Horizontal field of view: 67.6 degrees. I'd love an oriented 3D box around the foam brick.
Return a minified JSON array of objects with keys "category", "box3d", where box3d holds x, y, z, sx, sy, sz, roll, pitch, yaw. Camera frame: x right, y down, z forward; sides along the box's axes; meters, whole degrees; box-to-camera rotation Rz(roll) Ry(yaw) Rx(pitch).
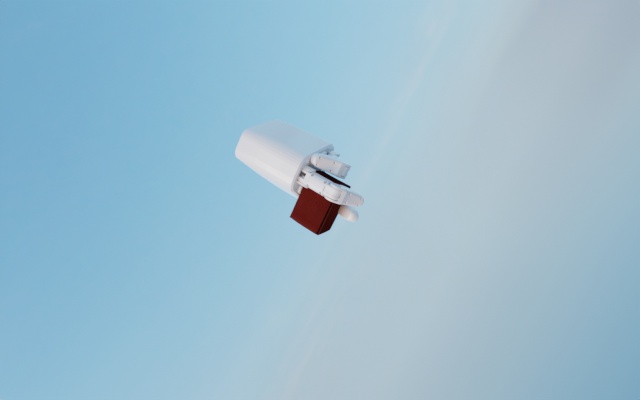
[{"category":"foam brick","box3d":[0.000,0.003,0.696,0.051,0.078,0.053,29,12,16]}]
